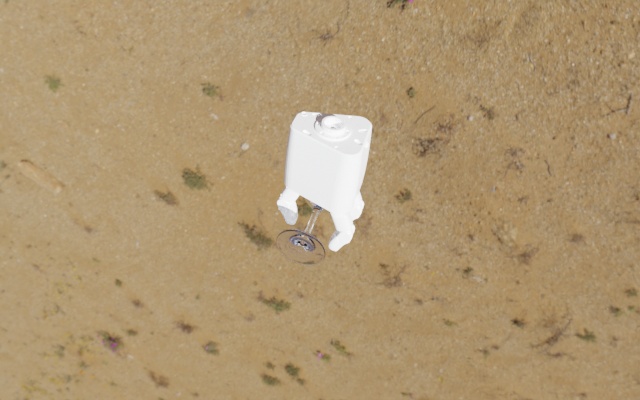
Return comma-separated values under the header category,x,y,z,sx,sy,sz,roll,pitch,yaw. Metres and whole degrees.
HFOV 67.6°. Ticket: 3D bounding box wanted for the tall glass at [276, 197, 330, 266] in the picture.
category,x,y,z,sx,sy,sz,roll,pitch,yaw
tall glass,0.000,0.003,0.750,0.079,0.079,0.201,0,41,23
